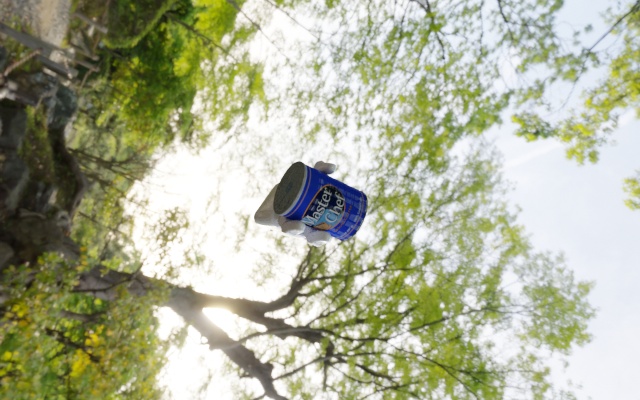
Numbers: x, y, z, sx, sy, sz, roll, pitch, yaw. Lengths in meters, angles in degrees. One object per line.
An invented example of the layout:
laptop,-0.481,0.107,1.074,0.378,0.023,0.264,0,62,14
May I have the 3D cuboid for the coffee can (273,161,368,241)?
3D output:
coffee can,0.000,0.003,0.867,0.140,0.103,0.103,24,-11,-26
